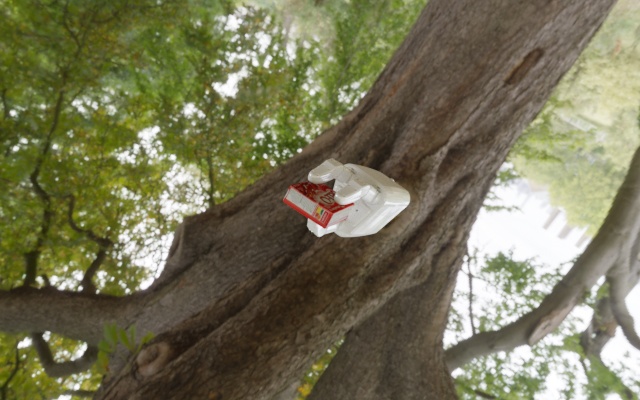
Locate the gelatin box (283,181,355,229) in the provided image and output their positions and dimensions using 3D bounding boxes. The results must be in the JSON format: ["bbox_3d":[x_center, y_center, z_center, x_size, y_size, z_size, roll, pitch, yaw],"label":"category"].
[{"bbox_3d":[0.000,0.003,0.681,0.073,0.030,0.089,34,20,16],"label":"gelatin box"}]
